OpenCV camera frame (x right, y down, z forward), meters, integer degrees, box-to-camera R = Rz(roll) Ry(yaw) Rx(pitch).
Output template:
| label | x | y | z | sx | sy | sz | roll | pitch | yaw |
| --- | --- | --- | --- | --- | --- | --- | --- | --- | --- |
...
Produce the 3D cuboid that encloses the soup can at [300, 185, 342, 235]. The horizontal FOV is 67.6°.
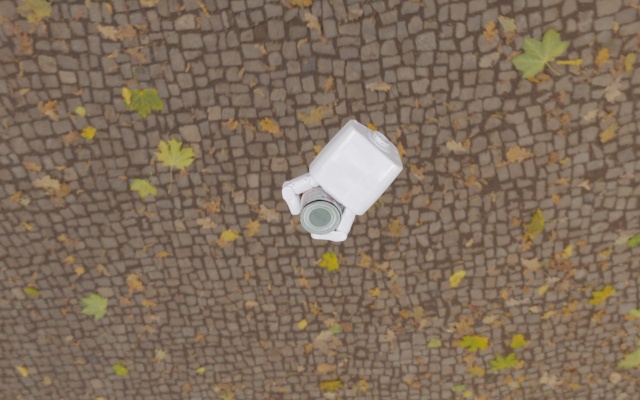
| label | x | y | z | sx | sy | sz | roll | pitch | yaw |
| --- | --- | --- | --- | --- | --- | --- | --- | --- | --- |
| soup can | 0.000 | 0.003 | 0.800 | 0.068 | 0.068 | 0.102 | 0 | 31 | 0 |
